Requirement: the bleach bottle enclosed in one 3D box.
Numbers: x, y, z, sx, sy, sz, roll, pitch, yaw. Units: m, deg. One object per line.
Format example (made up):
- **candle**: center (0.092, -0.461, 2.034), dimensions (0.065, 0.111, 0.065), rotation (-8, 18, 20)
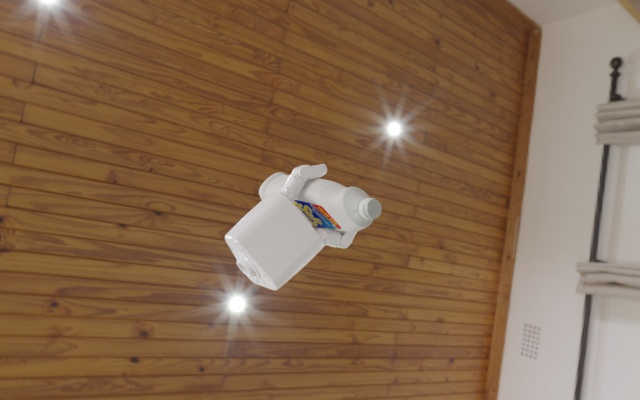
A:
- **bleach bottle**: center (0.000, 0.003, 0.782), dimensions (0.068, 0.103, 0.251), rotation (-45, 25, -26)
